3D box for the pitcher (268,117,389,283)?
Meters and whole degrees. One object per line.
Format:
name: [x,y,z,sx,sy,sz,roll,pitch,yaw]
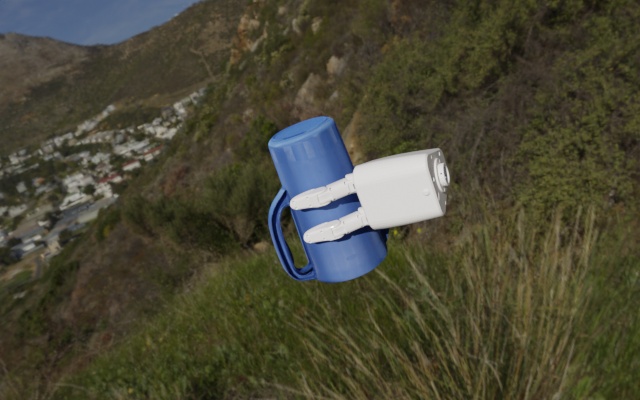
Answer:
pitcher: [0.000,0.002,0.753,0.145,0.243,0.149,-11,22,29]
